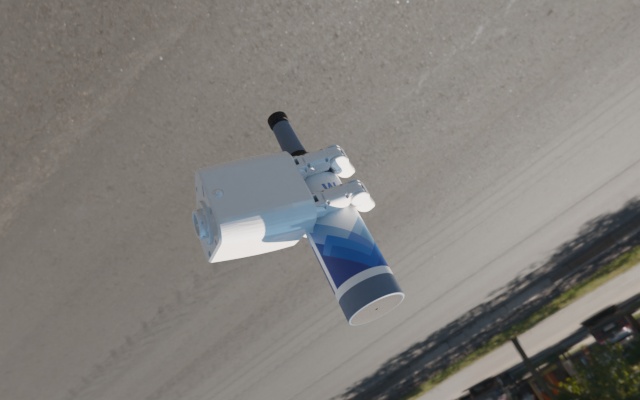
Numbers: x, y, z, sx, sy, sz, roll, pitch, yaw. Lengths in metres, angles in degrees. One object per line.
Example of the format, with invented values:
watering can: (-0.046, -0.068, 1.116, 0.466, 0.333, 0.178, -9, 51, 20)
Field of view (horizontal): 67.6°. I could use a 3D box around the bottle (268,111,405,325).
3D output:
bottle: (0.000, 0.002, 0.575, 0.069, 0.295, 0.069, -20, -30, -13)
